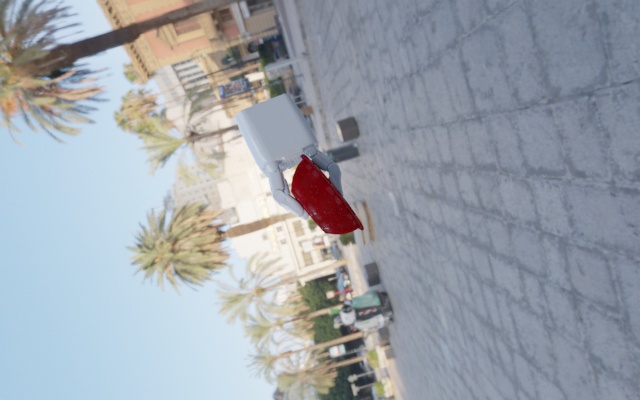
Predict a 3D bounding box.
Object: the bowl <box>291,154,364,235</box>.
[{"bbox_3d":[0.001,0.004,0.785,0.055,0.162,0.162,-40,3,-4],"label":"bowl"}]
